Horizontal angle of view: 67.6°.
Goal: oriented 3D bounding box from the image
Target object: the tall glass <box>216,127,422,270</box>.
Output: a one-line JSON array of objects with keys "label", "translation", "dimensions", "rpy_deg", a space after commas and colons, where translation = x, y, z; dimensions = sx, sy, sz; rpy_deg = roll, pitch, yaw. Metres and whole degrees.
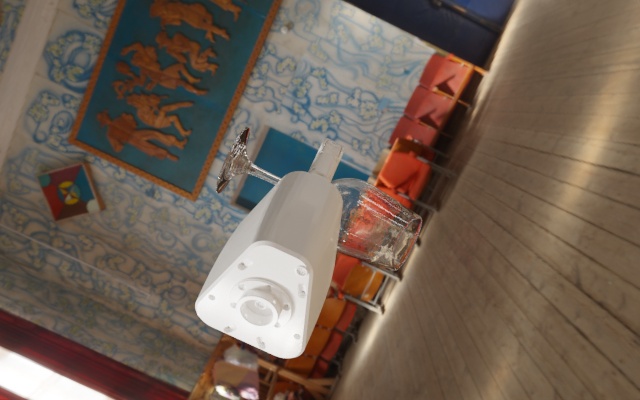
[{"label": "tall glass", "translation": [0.000, 0.001, 0.489], "dimensions": [0.201, 0.079, 0.079], "rpy_deg": [25, -1, -2]}]
